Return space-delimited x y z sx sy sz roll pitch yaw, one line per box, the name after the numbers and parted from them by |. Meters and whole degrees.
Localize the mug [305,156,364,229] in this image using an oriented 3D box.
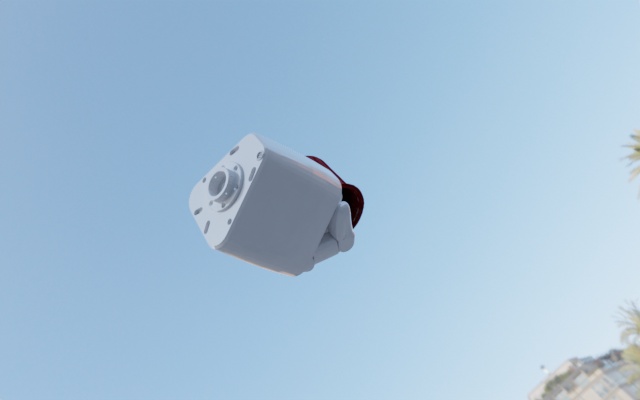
0.001 0.002 0.588 0.117 0.093 0.081 26 16 -45 | mug
